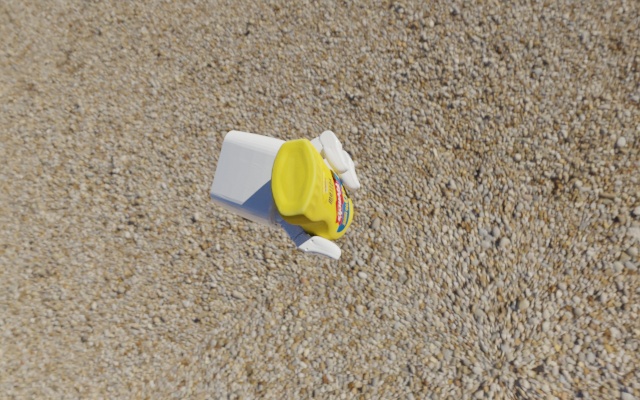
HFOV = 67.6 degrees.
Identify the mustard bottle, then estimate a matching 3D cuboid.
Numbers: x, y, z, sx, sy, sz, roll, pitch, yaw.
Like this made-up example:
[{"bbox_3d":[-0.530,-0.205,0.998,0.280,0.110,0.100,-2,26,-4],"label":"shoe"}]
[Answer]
[{"bbox_3d":[0.000,0.002,0.619,0.058,0.096,0.192,-8,-21,18],"label":"mustard bottle"}]
